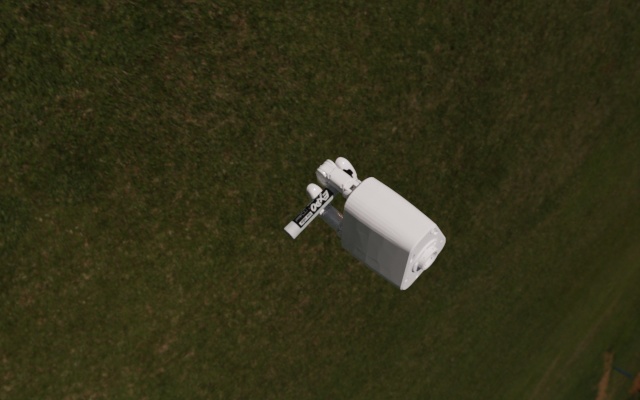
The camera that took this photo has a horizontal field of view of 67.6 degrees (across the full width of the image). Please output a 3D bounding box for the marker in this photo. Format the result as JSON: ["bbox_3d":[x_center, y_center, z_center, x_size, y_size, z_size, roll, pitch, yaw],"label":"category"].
[{"bbox_3d":[0.000,0.002,0.630,0.121,0.020,0.020,-45,13,-14],"label":"marker"}]
